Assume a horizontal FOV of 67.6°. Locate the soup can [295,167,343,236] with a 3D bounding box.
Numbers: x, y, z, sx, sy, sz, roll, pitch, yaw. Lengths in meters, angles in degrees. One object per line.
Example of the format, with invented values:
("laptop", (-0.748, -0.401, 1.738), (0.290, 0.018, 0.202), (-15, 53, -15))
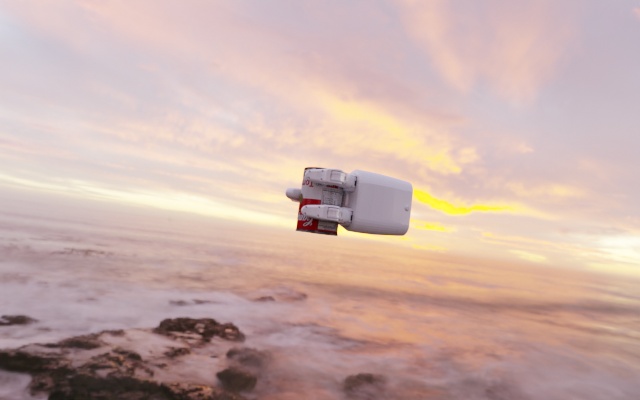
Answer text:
("soup can", (0.000, 0.002, 0.761), (0.068, 0.102, 0.068), (7, -4, 1))
